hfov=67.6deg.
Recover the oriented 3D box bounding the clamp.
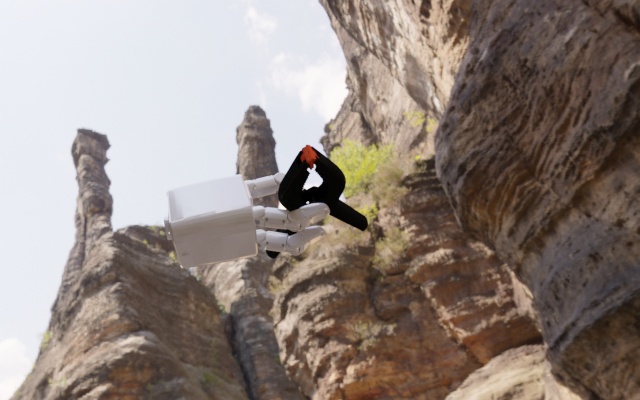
[{"bbox_3d":[0.000,0.001,0.676,0.164,0.036,0.210,-13,-37,-15],"label":"clamp"}]
